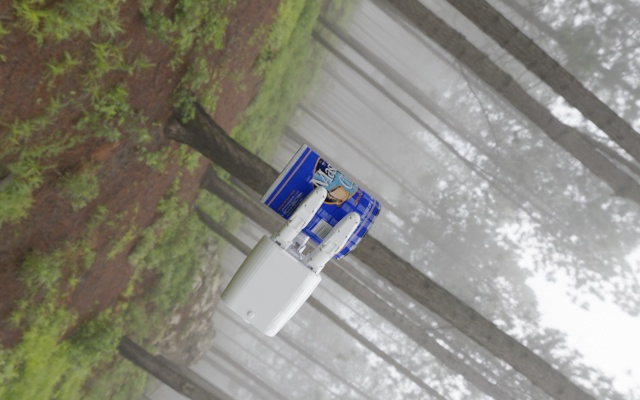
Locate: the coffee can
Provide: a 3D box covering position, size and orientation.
[{"bbox_3d":[0.000,0.002,0.678,0.140,0.103,0.103,38,-4,-6],"label":"coffee can"}]
